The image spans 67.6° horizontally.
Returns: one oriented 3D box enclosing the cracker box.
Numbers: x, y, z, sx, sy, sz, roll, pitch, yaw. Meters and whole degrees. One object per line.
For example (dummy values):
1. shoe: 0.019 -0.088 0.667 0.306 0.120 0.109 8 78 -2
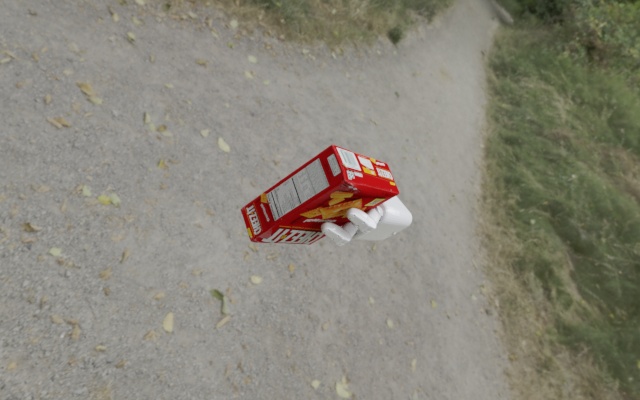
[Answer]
1. cracker box: 0.000 0.002 0.806 0.214 0.072 0.164 -33 -25 30
